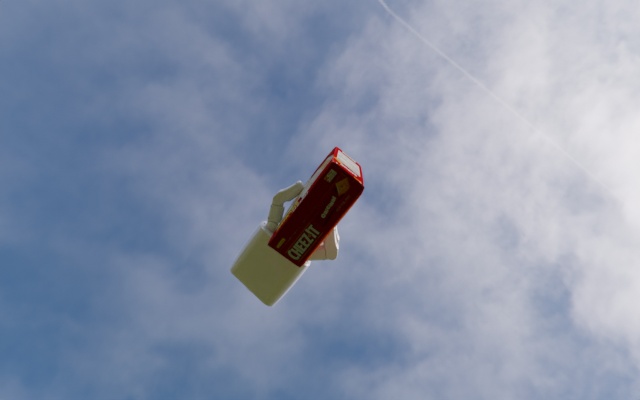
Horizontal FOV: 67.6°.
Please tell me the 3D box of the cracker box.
[{"bbox_3d":[0.000,0.003,0.808,0.072,0.164,0.213,37,12,-5],"label":"cracker box"}]
